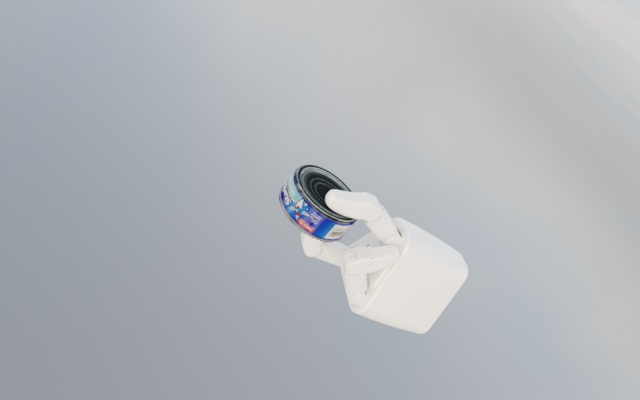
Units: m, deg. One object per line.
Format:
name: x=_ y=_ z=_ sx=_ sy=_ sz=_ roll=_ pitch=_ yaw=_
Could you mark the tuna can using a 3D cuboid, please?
tuna can: x=0.000 y=0.001 z=0.514 sx=0.086 sy=0.086 sz=0.034 roll=0 pitch=-41 yaw=-49
